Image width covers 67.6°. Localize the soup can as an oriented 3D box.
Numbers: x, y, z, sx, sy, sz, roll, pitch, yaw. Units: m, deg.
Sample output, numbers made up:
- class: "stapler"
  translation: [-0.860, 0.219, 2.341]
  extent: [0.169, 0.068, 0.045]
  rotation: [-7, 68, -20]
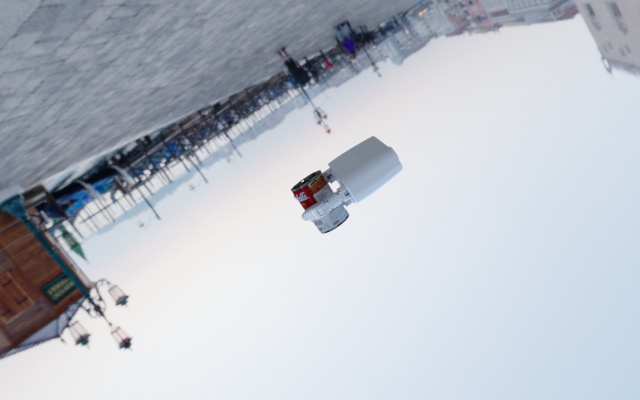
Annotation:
- class: "soup can"
  translation: [0.000, 0.003, 0.893]
  extent: [0.068, 0.102, 0.068]
  rotation: [-33, 12, 8]
